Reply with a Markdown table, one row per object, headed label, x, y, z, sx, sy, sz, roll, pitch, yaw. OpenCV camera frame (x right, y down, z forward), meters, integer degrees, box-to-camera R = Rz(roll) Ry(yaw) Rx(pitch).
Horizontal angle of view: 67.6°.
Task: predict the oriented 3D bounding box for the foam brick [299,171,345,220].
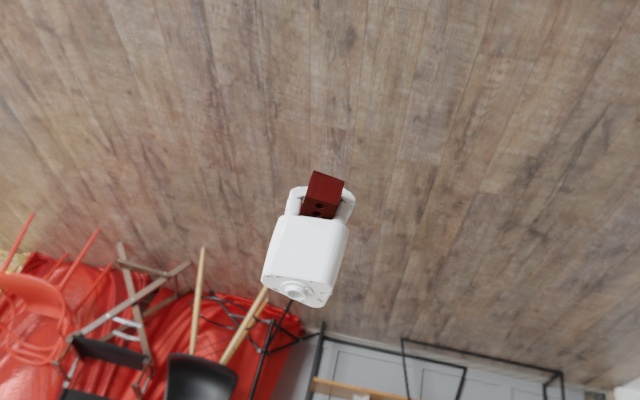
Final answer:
| label | x | y | z | sx | sy | sz | roll | pitch | yaw |
| --- | --- | --- | --- | --- | --- | --- | --- | --- | --- |
| foam brick | 0.000 | 0.002 | 0.744 | 0.053 | 0.051 | 0.078 | 18 | -37 | -1 |
